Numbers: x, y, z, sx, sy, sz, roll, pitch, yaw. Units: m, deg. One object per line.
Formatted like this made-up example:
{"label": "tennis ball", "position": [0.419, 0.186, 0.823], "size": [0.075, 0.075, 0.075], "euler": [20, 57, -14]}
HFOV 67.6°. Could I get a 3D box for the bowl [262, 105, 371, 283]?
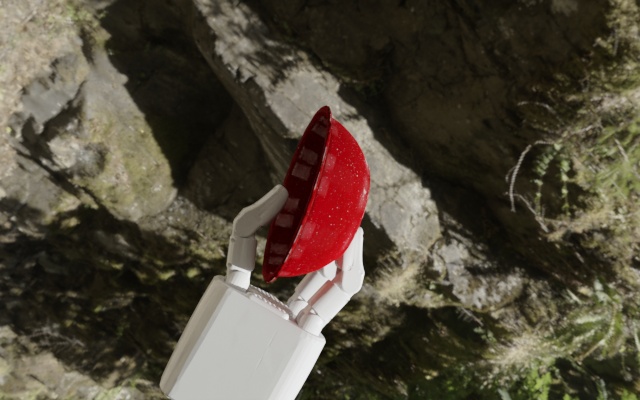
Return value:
{"label": "bowl", "position": [0.001, 0.000, 0.423], "size": [0.055, 0.162, 0.162], "euler": [18, -4, -12]}
